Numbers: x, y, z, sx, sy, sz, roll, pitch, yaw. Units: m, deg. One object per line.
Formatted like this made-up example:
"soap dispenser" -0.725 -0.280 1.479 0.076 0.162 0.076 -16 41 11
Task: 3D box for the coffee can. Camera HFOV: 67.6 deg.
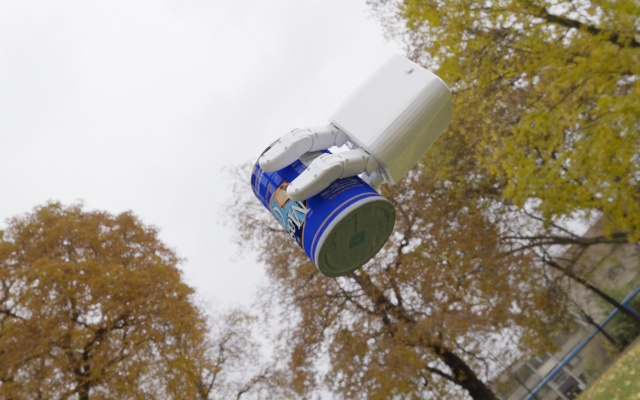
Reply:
"coffee can" 0.000 0.002 0.535 0.103 0.103 0.140 0 35 -44
